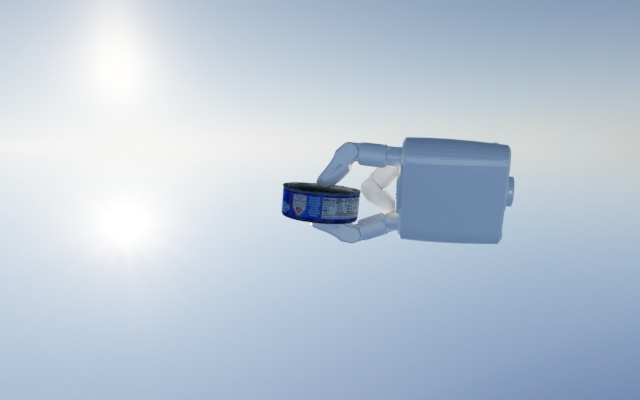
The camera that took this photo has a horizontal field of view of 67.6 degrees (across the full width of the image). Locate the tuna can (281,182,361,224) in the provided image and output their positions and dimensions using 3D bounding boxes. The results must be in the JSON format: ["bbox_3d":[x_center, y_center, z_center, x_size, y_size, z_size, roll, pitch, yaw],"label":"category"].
[{"bbox_3d":[0.000,0.002,0.523,0.086,0.034,0.086,5,8,-1],"label":"tuna can"}]
